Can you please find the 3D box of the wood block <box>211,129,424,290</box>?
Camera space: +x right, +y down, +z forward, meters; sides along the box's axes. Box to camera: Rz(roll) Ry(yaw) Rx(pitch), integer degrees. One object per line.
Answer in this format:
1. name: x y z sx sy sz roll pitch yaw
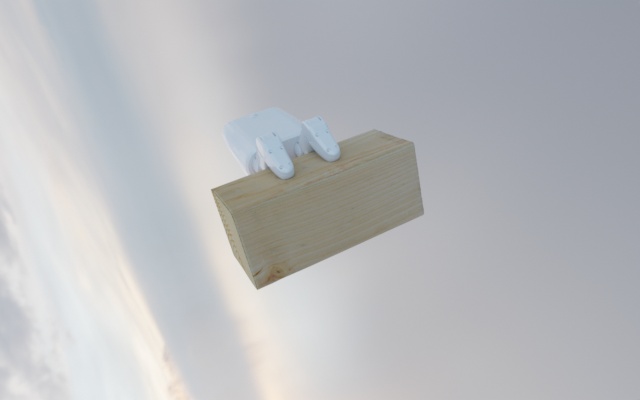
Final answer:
1. wood block: 0.000 0.002 0.526 0.206 0.091 0.090 -22 26 -18
